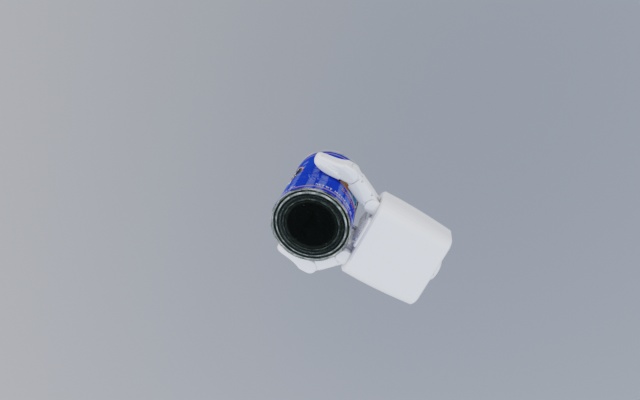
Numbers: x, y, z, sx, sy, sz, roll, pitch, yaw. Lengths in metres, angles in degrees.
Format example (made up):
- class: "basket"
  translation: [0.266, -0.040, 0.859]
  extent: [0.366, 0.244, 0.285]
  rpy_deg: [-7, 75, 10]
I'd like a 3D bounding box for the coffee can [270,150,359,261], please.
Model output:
- class: "coffee can"
  translation: [0.000, 0.002, 0.649]
  extent: [0.103, 0.103, 0.140]
  rpy_deg: [0, 25, 12]
